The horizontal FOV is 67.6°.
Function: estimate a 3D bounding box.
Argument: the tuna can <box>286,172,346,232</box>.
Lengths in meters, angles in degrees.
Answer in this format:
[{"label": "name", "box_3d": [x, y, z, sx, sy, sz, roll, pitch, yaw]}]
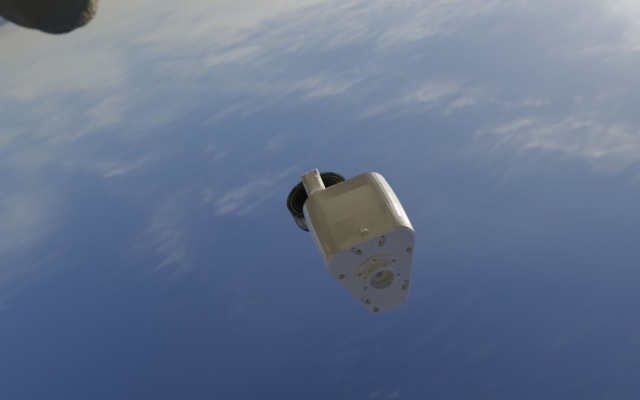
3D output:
[{"label": "tuna can", "box_3d": [0.000, 0.002, 0.641, 0.086, 0.034, 0.086, -16, 38, 13]}]
